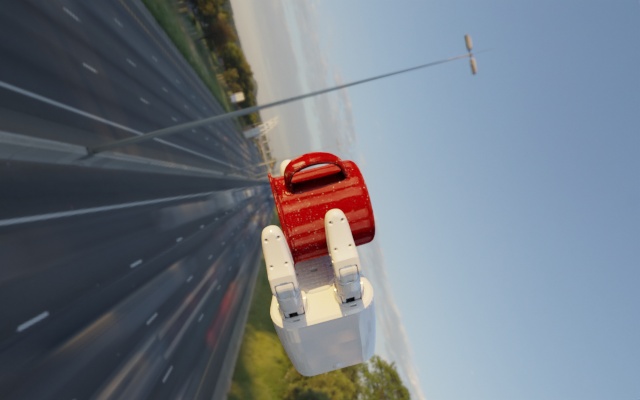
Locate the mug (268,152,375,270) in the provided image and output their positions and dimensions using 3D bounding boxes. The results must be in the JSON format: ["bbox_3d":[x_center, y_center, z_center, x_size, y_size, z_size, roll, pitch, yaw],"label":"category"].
[{"bbox_3d":[0.000,0.000,0.439,0.081,0.117,0.093,-15,45,-5],"label":"mug"}]
